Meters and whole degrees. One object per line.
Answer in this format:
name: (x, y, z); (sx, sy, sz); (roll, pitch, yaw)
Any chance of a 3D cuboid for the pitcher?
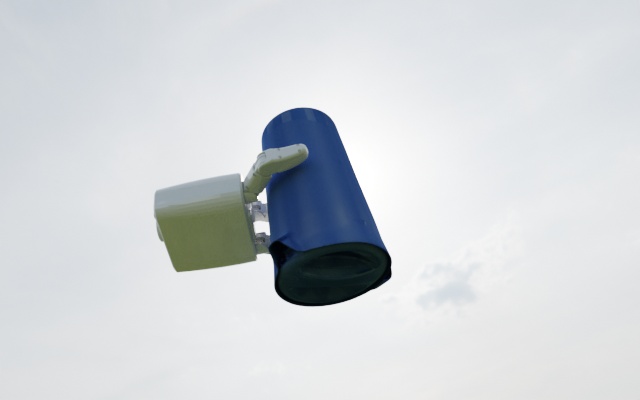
pitcher: (0.000, 0.002, 0.602); (0.145, 0.242, 0.149); (-11, -38, -3)
